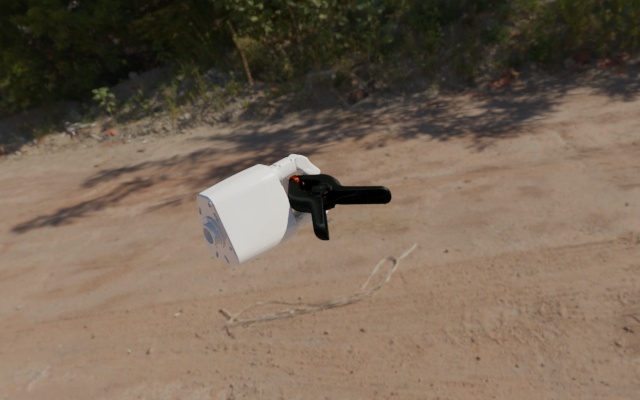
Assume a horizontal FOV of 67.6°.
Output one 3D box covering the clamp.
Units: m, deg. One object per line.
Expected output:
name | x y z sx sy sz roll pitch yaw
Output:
clamp | 0.000 0.002 0.664 0.120 0.039 0.171 -29 28 -34
